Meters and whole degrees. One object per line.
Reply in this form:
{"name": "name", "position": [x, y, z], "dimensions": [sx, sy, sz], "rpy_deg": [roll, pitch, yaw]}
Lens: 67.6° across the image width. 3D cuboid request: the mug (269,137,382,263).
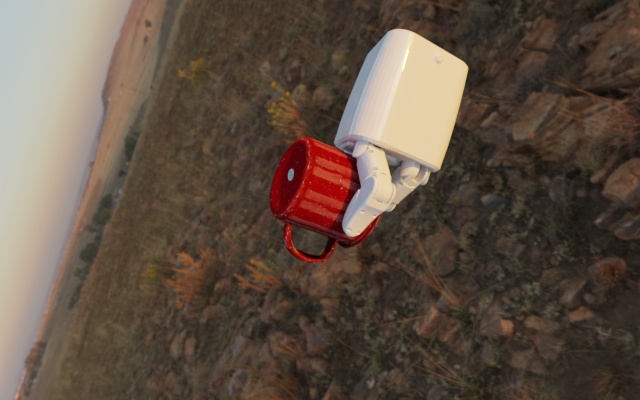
{"name": "mug", "position": [-0.001, 0.003, 0.456], "dimensions": [0.081, 0.117, 0.093], "rpy_deg": [20, -3, -26]}
